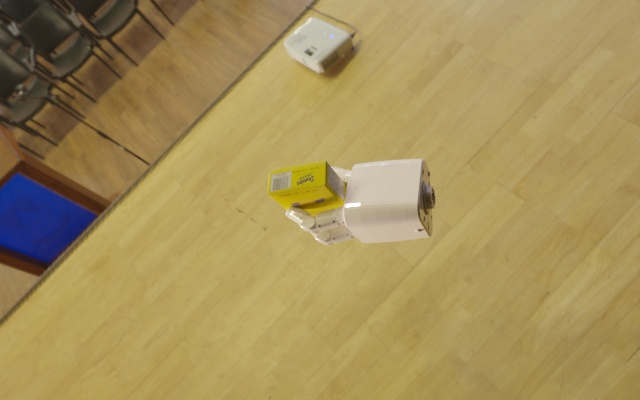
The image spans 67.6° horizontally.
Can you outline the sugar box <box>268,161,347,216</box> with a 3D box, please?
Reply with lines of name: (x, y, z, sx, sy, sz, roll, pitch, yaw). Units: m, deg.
sugar box: (0.000, 0.003, 0.740, 0.093, 0.048, 0.176, -8, -28, 22)
